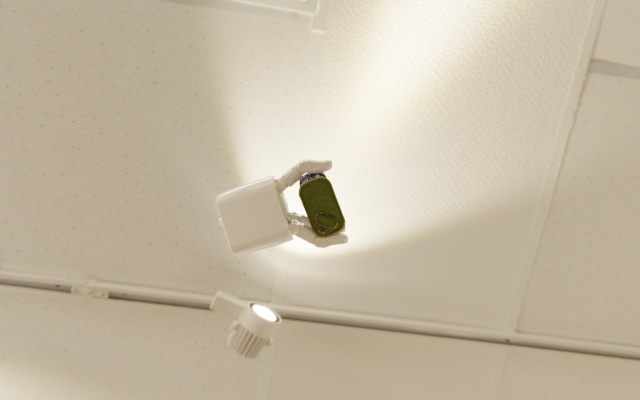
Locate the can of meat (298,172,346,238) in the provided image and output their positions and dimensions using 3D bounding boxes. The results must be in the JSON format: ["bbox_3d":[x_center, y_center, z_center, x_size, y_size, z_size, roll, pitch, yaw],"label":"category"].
[{"bbox_3d":[0.000,0.002,0.822,0.057,0.102,0.084,-21,15,1],"label":"can of meat"}]
